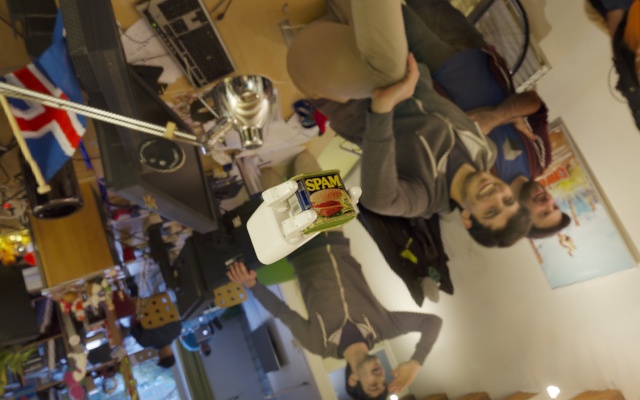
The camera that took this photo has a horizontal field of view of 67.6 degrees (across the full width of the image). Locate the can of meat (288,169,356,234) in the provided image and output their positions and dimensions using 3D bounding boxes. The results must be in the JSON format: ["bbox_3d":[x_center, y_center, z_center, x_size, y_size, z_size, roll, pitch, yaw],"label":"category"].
[{"bbox_3d":[0.000,0.003,0.763,0.102,0.084,0.057,-11,-18,-39],"label":"can of meat"}]
